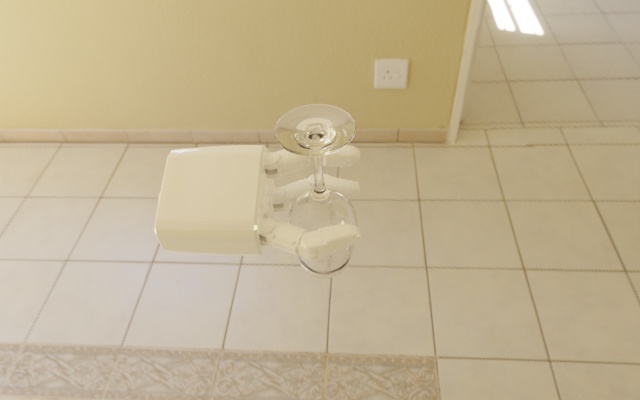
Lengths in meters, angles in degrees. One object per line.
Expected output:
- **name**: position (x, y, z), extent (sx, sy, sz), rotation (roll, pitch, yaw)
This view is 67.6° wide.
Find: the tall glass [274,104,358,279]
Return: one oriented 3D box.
- **tall glass**: position (0.000, 0.001, 0.506), extent (0.079, 0.079, 0.201), rotation (0, -43, 5)
